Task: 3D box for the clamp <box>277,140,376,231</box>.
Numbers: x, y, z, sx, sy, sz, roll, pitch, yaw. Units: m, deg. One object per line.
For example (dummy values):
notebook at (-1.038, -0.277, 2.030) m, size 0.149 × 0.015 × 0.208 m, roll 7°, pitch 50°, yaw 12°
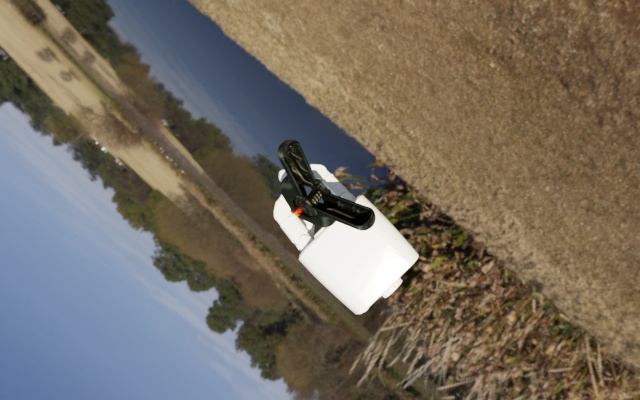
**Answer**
clamp at (0.000, 0.002, 0.535) m, size 0.039 × 0.120 × 0.171 m, roll -43°, pitch -7°, yaw -12°
